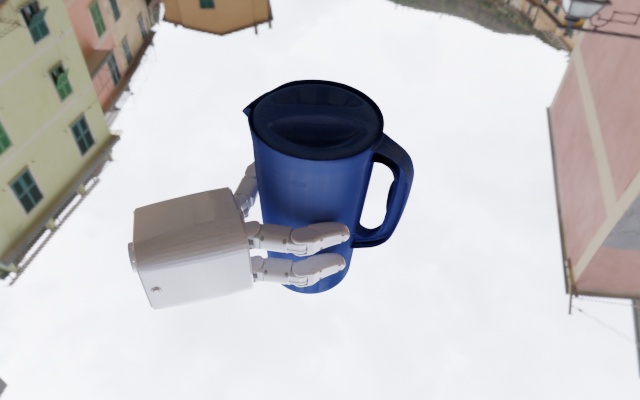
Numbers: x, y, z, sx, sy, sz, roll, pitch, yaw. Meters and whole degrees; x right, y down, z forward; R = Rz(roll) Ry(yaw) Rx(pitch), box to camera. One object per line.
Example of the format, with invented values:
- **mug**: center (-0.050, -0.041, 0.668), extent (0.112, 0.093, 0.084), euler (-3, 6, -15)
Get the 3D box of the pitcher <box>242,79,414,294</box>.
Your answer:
- **pitcher**: center (0.000, 0.002, 0.540), extent (0.145, 0.243, 0.149), euler (-13, 48, -15)
